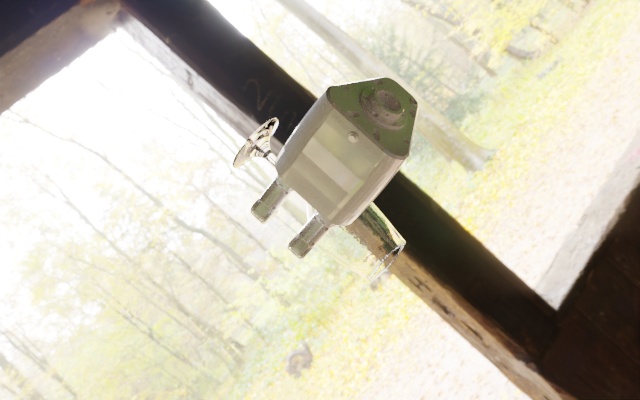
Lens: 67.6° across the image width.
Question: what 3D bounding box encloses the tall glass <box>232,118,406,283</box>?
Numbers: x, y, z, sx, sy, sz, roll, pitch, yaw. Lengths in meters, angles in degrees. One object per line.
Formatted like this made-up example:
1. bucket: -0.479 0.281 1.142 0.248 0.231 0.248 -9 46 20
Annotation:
1. tall glass: 0.000 0.001 0.534 0.201 0.079 0.079 42 2 2
